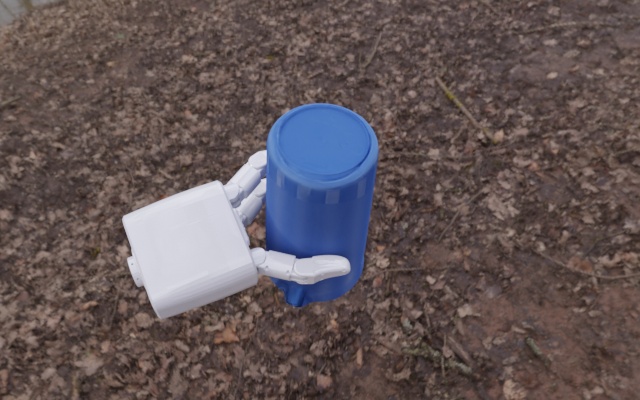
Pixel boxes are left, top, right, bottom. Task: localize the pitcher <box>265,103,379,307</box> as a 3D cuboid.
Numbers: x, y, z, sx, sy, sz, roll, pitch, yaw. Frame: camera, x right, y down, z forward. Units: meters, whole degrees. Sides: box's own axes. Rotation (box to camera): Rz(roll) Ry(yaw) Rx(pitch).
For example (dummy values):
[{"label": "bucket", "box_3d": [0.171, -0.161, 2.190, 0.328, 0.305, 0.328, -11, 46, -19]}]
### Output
[{"label": "pitcher", "box_3d": [0.000, 0.002, 0.553, 0.145, 0.149, 0.243, -19, -31, -16]}]
